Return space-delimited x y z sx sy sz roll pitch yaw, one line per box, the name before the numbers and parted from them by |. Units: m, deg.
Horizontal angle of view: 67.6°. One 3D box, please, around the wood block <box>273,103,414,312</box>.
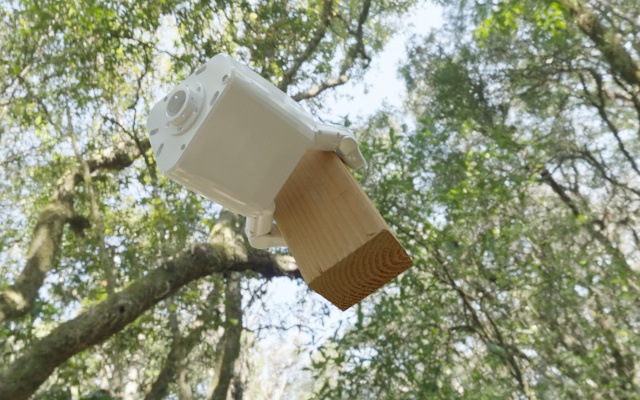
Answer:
wood block | 0.000 0.001 0.516 0.091 0.206 0.090 -35 -39 6
